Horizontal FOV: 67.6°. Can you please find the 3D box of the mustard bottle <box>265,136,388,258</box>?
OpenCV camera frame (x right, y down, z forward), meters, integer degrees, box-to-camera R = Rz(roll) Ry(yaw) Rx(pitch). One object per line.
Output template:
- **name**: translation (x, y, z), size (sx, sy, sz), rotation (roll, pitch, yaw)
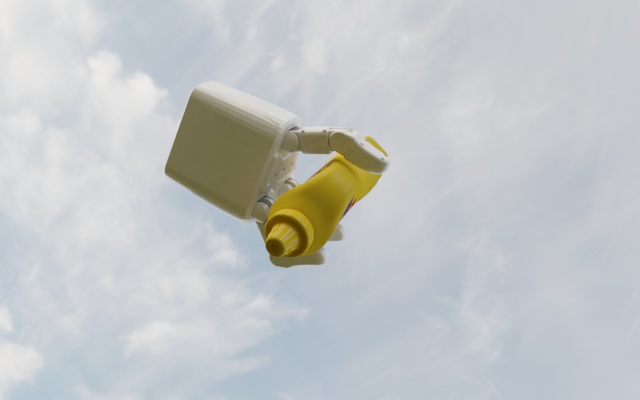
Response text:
- **mustard bottle**: translation (0.000, 0.002, 0.457), size (0.096, 0.058, 0.191), rotation (-43, 0, 32)
